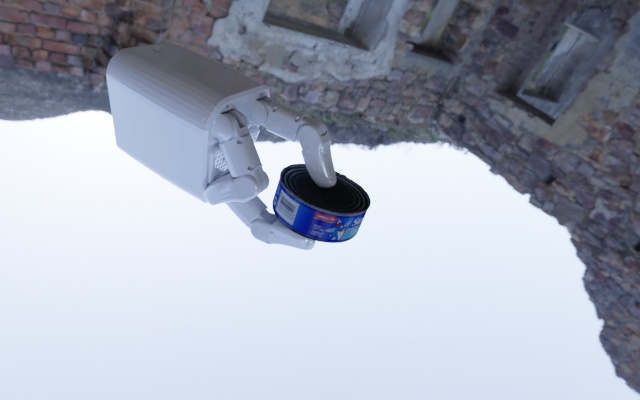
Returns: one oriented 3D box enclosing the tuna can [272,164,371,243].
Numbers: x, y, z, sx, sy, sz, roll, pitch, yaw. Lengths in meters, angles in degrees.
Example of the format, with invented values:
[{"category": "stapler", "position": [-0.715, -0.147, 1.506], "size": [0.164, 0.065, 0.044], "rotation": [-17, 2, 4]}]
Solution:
[{"category": "tuna can", "position": [0.000, 0.002, 0.435], "size": [0.086, 0.034, 0.086], "rotation": [16, 27, -8]}]
